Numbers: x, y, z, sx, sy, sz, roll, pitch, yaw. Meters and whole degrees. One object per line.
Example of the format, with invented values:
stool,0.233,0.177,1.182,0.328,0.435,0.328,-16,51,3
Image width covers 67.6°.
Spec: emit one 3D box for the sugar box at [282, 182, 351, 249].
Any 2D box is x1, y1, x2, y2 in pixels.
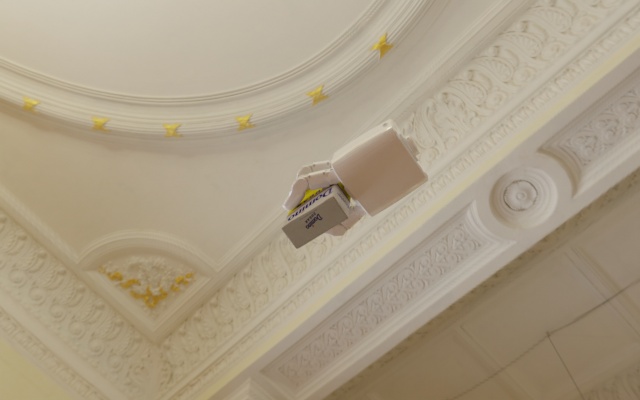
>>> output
sugar box,0.000,0.002,0.747,0.093,0.048,0.176,-32,11,15
